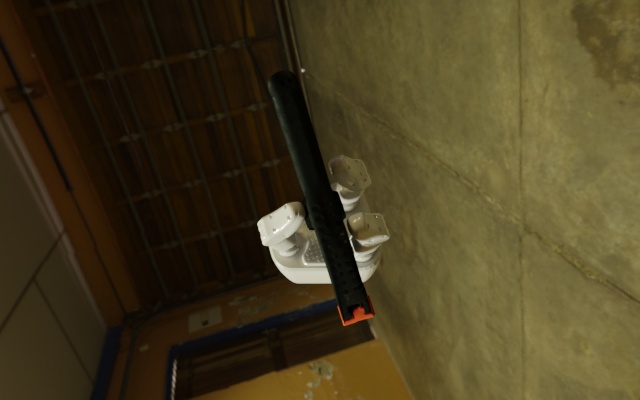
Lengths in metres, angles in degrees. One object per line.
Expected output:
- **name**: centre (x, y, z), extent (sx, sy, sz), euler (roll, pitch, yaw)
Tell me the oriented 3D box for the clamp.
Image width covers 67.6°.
- **clamp**: centre (-0.001, 0.002, 0.418), extent (0.036, 0.210, 0.165), euler (-18, -19, 0)
